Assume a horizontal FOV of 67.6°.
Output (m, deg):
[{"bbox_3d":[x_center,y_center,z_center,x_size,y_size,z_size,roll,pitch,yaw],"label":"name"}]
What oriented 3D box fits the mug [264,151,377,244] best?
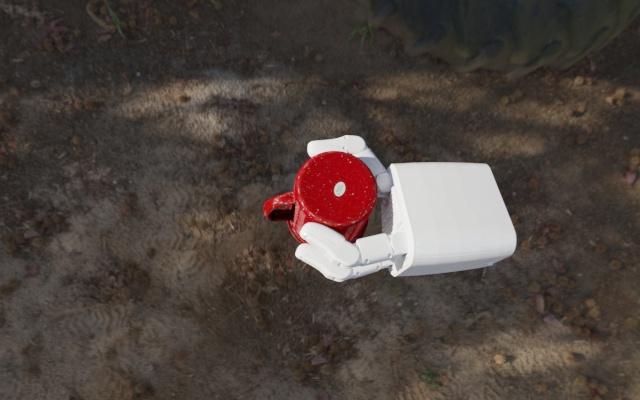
[{"bbox_3d":[-0.001,0.002,0.492,0.117,0.093,0.081,-5,-20,-8],"label":"mug"}]
